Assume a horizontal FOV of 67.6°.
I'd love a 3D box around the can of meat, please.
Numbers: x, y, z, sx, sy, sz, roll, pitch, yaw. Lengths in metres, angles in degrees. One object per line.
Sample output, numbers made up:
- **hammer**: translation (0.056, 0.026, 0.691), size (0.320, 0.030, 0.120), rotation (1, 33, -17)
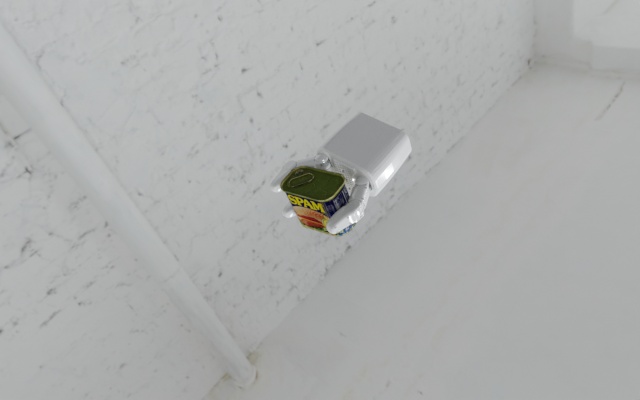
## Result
- **can of meat**: translation (0.000, 0.003, 0.720), size (0.102, 0.084, 0.057), rotation (15, 54, 37)
